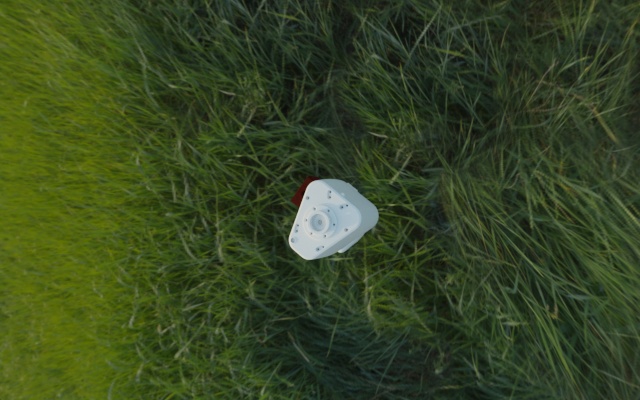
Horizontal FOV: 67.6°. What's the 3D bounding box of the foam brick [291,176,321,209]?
[{"bbox_3d":[0.000,0.002,0.796,0.078,0.053,0.051,39,13,14],"label":"foam brick"}]
